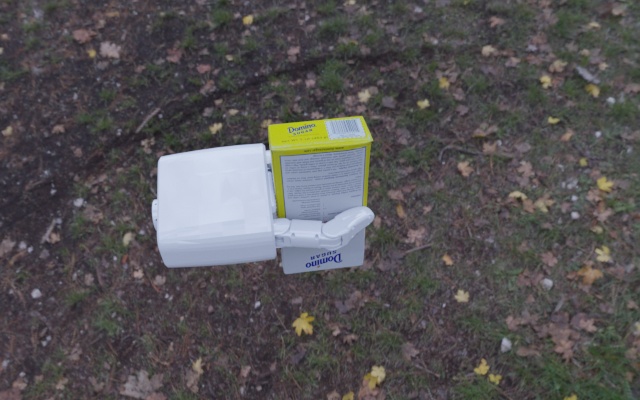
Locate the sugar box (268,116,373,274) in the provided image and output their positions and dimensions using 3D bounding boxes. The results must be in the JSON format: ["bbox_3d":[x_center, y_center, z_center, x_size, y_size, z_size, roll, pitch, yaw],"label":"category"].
[{"bbox_3d":[0.000,0.001,0.492,0.093,0.048,0.176,-6,-44,-6],"label":"sugar box"}]
